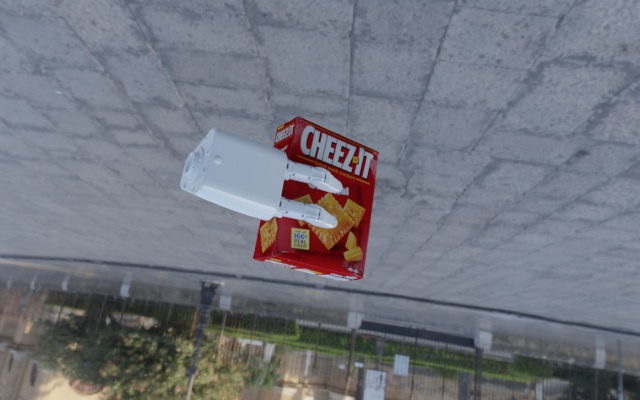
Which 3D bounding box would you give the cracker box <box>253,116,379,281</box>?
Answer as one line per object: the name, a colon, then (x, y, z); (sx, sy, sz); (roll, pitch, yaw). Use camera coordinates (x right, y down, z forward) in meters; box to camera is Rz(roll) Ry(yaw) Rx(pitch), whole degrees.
cracker box: (0.000, 0.003, 0.730); (0.164, 0.213, 0.072); (19, -19, -31)
